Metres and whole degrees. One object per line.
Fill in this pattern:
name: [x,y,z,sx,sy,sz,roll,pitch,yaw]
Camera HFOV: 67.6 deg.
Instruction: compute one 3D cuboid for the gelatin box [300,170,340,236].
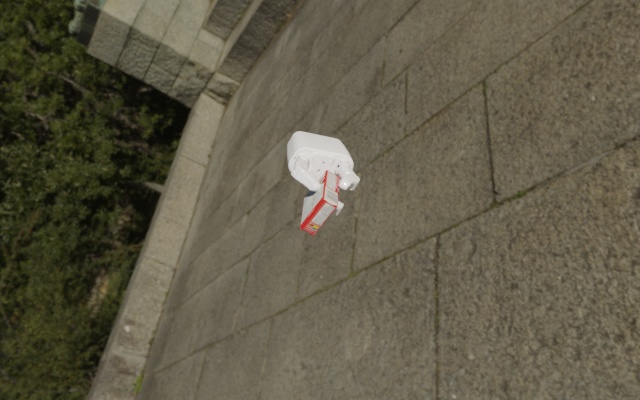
gelatin box: [0.000,0.003,0.787,0.030,0.073,0.089,29,33,-15]
